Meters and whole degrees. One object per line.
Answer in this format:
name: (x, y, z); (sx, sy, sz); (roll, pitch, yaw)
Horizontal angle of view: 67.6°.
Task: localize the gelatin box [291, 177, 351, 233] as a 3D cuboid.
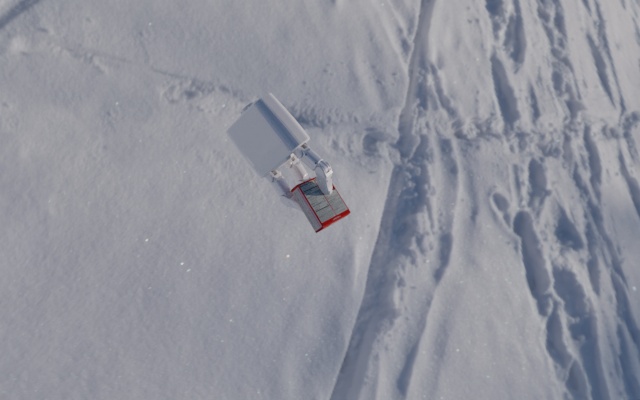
gelatin box: (0.001, 0.003, 0.843); (0.073, 0.089, 0.030); (-26, -10, -41)
